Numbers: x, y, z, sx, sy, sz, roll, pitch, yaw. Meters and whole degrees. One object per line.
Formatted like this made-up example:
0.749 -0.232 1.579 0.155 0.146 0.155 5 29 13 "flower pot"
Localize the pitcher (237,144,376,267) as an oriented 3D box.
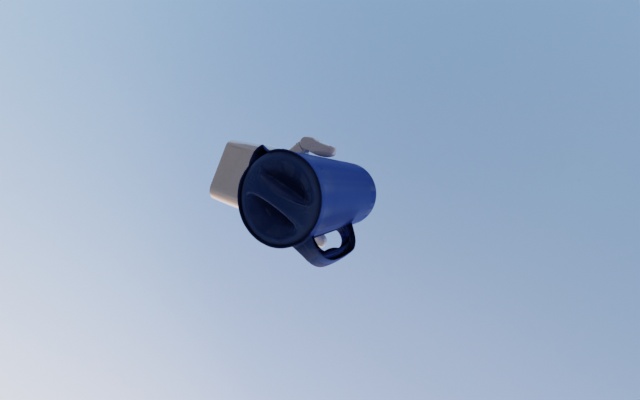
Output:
0.000 0.002 0.732 0.145 0.149 0.243 15 9 27 "pitcher"
